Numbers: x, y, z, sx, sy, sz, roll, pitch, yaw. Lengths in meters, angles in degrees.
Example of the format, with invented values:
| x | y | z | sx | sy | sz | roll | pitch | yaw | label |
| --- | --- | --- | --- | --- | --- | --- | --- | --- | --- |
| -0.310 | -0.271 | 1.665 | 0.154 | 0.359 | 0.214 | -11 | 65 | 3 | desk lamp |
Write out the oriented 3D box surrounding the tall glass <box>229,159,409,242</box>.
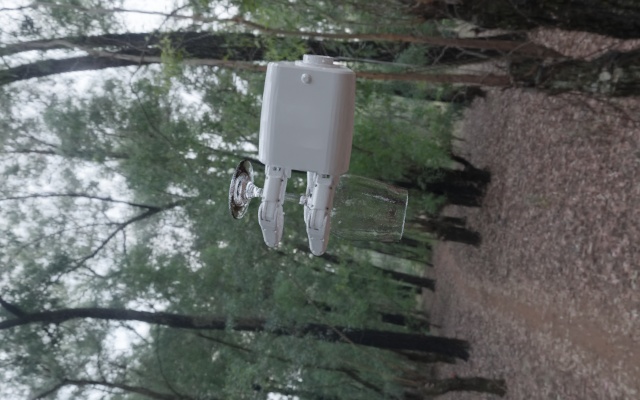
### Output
| x | y | z | sx | sy | sz | roll | pitch | yaw | label |
| --- | --- | --- | --- | --- | --- | --- | --- | --- | --- |
| -0.001 | 0.002 | 0.564 | 0.201 | 0.079 | 0.079 | 9 | 2 | 10 | tall glass |
